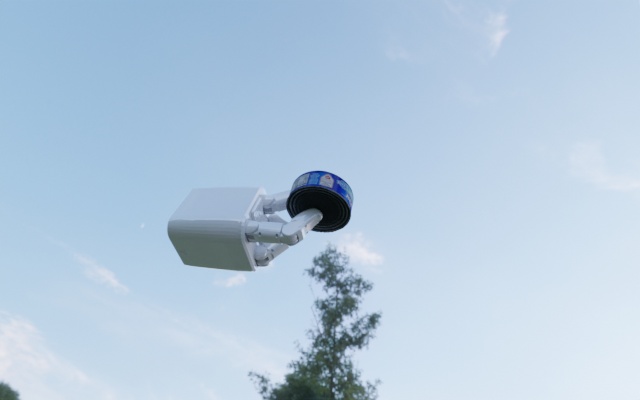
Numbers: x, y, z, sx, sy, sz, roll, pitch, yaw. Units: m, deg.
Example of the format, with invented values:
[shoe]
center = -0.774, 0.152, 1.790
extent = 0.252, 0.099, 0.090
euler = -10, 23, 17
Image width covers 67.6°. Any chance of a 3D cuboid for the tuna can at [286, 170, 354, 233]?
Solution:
[tuna can]
center = 0.000, 0.002, 0.627
extent = 0.086, 0.033, 0.086
euler = 8, -44, 8
